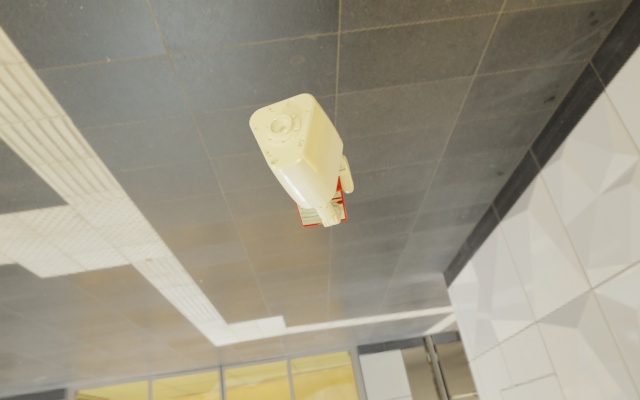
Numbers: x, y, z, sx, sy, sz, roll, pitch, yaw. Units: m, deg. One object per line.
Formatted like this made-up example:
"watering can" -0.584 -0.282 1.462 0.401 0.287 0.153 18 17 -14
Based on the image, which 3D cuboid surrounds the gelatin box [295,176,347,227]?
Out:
"gelatin box" 0.000 0.003 0.742 0.073 0.030 0.089 -10 -35 2
